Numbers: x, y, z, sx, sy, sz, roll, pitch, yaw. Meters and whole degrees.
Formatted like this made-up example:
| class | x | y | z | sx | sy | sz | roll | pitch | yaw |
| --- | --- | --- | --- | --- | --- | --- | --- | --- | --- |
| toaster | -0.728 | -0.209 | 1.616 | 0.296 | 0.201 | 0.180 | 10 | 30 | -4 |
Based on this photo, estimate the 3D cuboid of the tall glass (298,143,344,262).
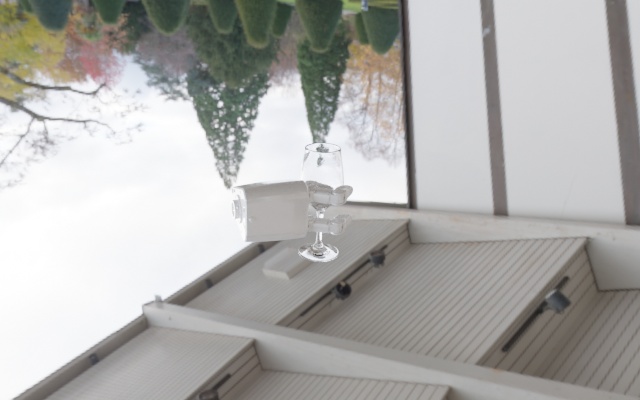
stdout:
| class | x | y | z | sx | sy | sz | roll | pitch | yaw |
| --- | --- | --- | --- | --- | --- | --- | --- | --- | --- |
| tall glass | 0.000 | 0.003 | 0.843 | 0.079 | 0.201 | 0.079 | 2 | 21 | -1 |
